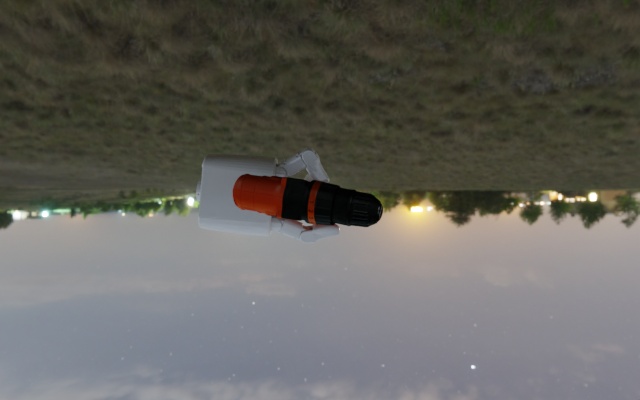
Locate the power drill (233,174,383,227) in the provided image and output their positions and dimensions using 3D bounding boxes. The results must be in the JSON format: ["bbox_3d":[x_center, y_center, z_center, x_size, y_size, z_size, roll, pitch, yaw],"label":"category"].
[{"bbox_3d":[0.000,0.002,0.636,0.184,0.057,0.187,10,-1,15],"label":"power drill"}]
